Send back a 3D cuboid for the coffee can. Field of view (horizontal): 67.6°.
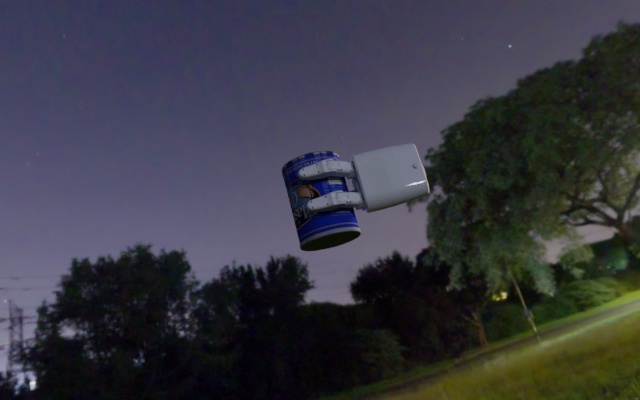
[{"bbox_3d":[0.000,0.003,0.798,0.103,0.140,0.103,-14,-17,-4],"label":"coffee can"}]
